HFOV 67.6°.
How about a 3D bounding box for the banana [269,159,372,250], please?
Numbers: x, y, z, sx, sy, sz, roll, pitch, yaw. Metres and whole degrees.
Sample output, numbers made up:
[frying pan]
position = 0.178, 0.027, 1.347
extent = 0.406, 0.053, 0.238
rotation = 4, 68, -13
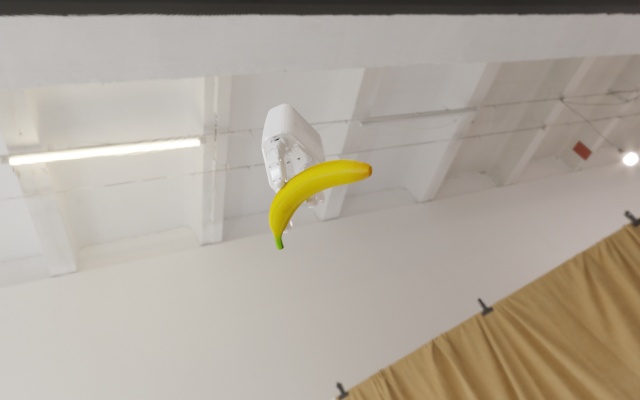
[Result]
[banana]
position = -0.015, -0.009, 0.674
extent = 0.198, 0.069, 0.037
rotation = -41, 6, 30
